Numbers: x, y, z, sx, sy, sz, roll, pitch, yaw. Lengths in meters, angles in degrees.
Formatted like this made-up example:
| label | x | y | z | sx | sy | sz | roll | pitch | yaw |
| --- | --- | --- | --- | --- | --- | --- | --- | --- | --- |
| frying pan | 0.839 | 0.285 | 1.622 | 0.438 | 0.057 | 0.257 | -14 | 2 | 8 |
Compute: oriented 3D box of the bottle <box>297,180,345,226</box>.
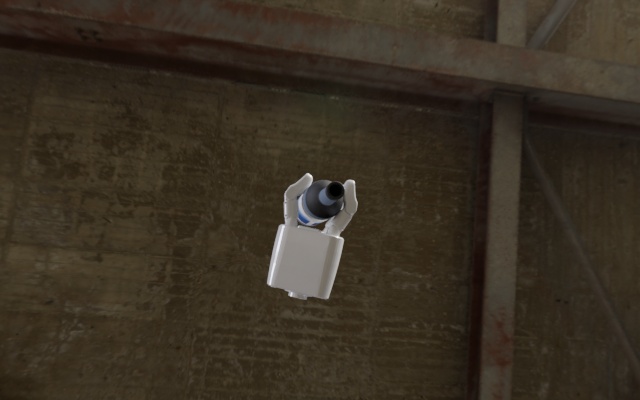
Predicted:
| label | x | y | z | sx | sy | sz | roll | pitch | yaw |
| --- | --- | --- | --- | --- | --- | --- | --- | --- | --- |
| bottle | 0.000 | 0.003 | 0.841 | 0.069 | 0.069 | 0.296 | 0 | -7 | -9 |
